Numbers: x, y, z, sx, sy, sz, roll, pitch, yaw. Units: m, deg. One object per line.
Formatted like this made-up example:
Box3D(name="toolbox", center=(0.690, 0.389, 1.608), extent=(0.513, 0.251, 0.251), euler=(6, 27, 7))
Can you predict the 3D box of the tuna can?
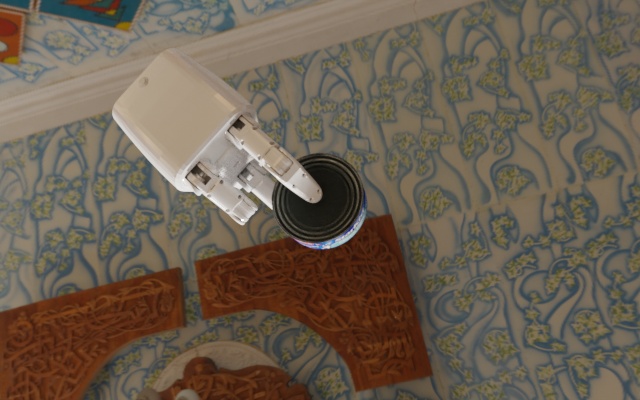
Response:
Box3D(name="tuna can", center=(0.000, 0.002, 0.446), extent=(0.086, 0.086, 0.034), euler=(0, -17, 13))
